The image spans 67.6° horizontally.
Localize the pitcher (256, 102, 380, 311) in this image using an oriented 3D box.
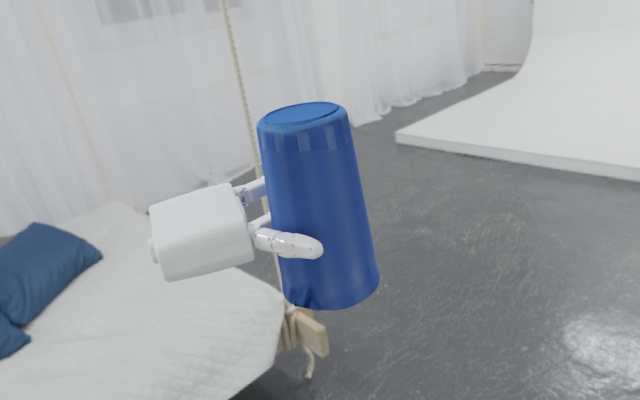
[{"bbox_3d":[0.000,0.002,0.608,0.145,0.243,0.149,-15,25,-12],"label":"pitcher"}]
